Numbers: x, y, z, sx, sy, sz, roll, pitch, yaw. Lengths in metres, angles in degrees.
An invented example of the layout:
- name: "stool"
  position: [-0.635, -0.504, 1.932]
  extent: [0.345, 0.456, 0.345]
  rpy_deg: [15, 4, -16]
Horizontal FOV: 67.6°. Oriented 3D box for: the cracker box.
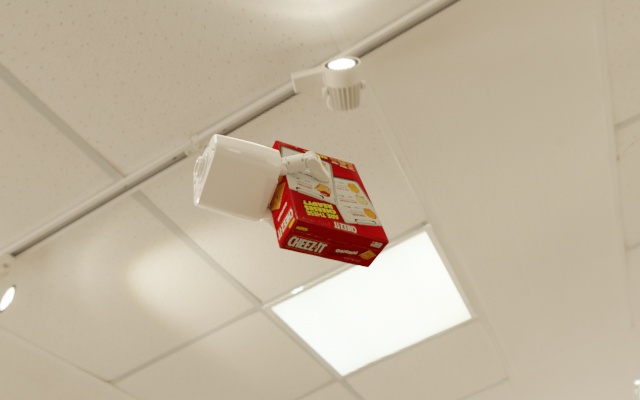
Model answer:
- name: "cracker box"
  position: [0.000, 0.002, 0.793]
  extent: [0.164, 0.072, 0.213]
  rpy_deg: [15, 34, -26]
